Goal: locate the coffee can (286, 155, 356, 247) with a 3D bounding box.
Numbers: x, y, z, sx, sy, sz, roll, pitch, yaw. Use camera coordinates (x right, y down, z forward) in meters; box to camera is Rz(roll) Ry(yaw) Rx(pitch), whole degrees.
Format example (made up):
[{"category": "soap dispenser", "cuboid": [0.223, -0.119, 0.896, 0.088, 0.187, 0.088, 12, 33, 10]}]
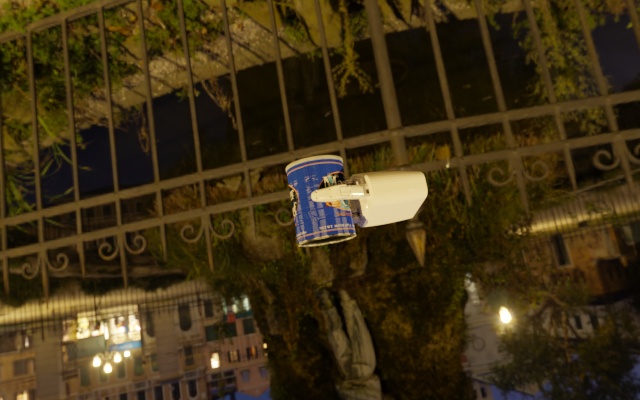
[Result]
[{"category": "coffee can", "cuboid": [0.000, 0.003, 0.837, 0.103, 0.140, 0.103, -9, -11, -2]}]
